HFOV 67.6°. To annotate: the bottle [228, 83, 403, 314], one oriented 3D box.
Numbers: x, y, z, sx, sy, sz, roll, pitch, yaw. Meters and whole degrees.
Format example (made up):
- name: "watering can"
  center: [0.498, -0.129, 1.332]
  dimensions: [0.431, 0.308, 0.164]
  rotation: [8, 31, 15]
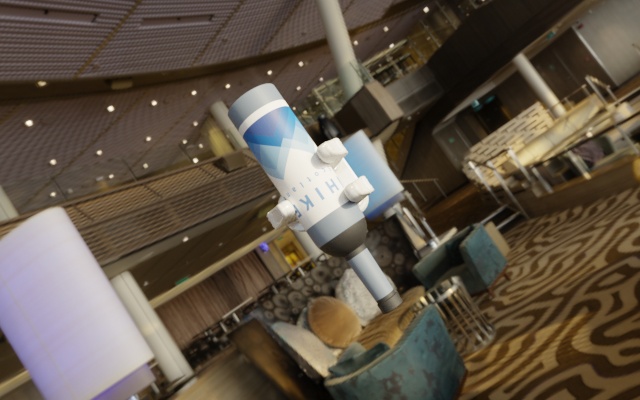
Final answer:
- name: "bottle"
  center: [0.000, 0.002, 0.558]
  dimensions: [0.069, 0.295, 0.069]
  rotation: [-34, -5, -3]
